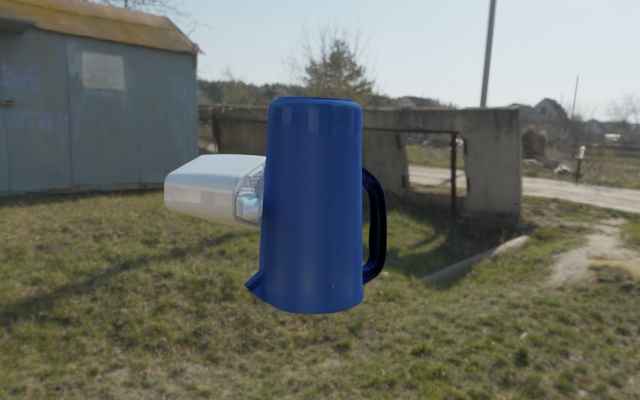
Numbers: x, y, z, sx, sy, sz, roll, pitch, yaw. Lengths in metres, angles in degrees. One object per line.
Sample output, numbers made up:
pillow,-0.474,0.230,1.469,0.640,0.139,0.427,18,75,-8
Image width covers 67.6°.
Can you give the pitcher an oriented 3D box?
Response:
pitcher,0.000,0.002,0.578,0.145,0.243,0.149,5,10,19
